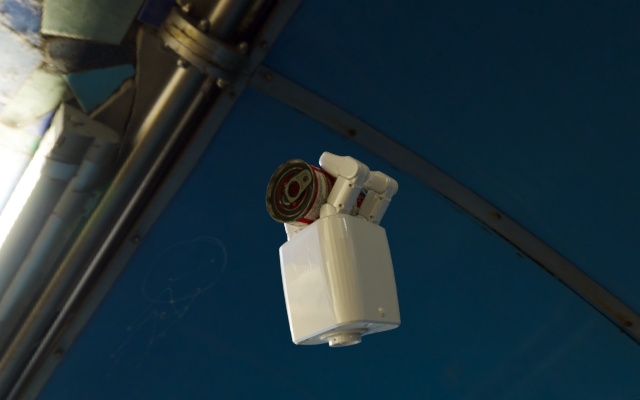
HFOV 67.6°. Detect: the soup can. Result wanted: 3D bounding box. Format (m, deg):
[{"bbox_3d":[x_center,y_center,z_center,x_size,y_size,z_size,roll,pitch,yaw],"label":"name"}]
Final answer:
[{"bbox_3d":[0.000,0.001,0.526,0.068,0.068,0.102,0,-14,41],"label":"soup can"}]
